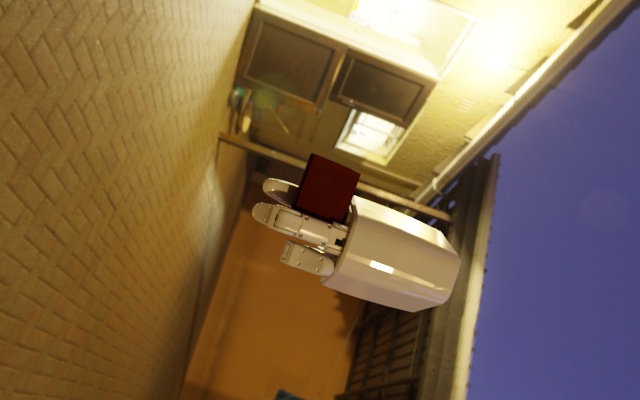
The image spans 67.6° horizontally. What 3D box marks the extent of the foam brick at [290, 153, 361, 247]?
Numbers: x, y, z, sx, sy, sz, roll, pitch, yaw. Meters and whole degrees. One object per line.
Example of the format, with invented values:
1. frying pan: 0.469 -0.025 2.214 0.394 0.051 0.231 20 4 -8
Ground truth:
1. foam brick: 0.000 0.001 0.468 0.051 0.078 0.053 20 -4 -3
